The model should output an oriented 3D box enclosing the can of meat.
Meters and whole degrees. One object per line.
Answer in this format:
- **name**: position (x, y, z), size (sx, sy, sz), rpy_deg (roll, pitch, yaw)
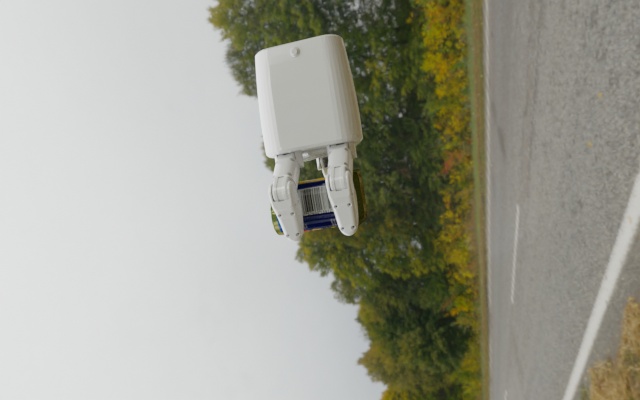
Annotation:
- **can of meat**: position (0.000, 0.002, 0.511), size (0.084, 0.057, 0.102), rpy_deg (-9, 2, 13)
